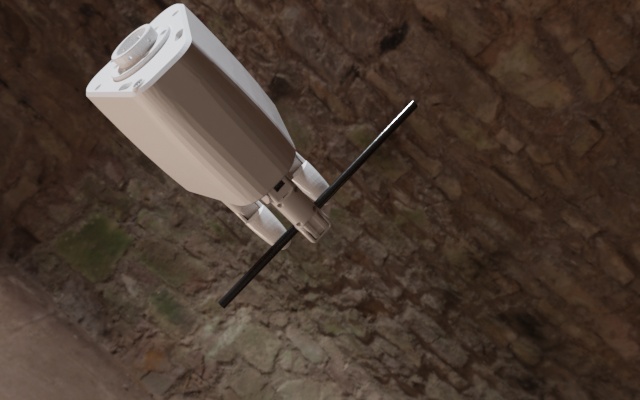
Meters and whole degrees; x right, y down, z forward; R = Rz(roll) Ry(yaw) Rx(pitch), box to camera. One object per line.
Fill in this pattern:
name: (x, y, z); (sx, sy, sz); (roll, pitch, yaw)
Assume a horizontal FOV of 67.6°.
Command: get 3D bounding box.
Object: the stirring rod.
stirring rod: (0.000, 0.001, 0.411); (0.011, 0.239, 0.011); (43, -5, 5)
